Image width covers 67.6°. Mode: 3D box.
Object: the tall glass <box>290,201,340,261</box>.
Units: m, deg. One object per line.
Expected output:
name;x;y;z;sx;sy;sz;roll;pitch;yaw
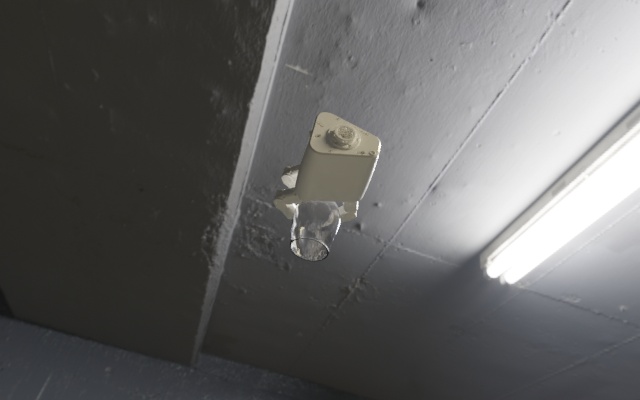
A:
tall glass;0.000;0.002;0.804;0.079;0.201;0.079;8;-40;7
